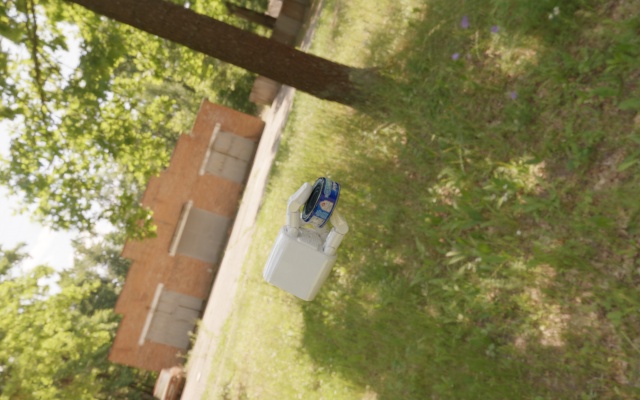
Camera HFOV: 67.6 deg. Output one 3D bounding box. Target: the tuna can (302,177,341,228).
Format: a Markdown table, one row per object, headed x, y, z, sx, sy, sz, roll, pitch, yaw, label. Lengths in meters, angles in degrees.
| x | y | z | sx | sy | sz | roll | pitch | yaw | label |
| --- | --- | --- | --- | --- | --- | --- | --- | --- | --- |
| 0.000 | 0.002 | 0.827 | 0.034 | 0.086 | 0.086 | 23 | -6 | -14 | tuna can |
